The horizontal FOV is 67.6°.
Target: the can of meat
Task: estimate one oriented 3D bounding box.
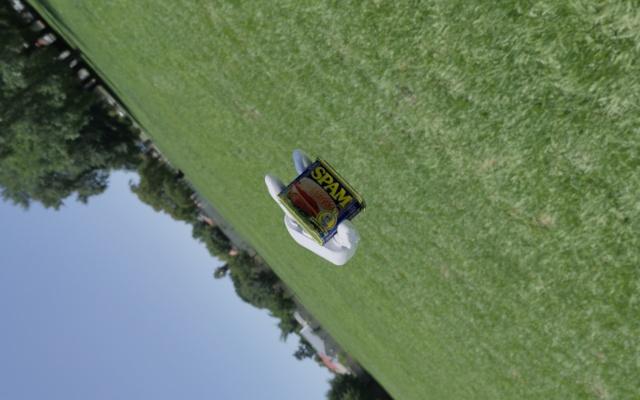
[{"bbox_3d":[0.000,0.002,0.681,0.084,0.102,0.057,-42,-13,-10],"label":"can of meat"}]
